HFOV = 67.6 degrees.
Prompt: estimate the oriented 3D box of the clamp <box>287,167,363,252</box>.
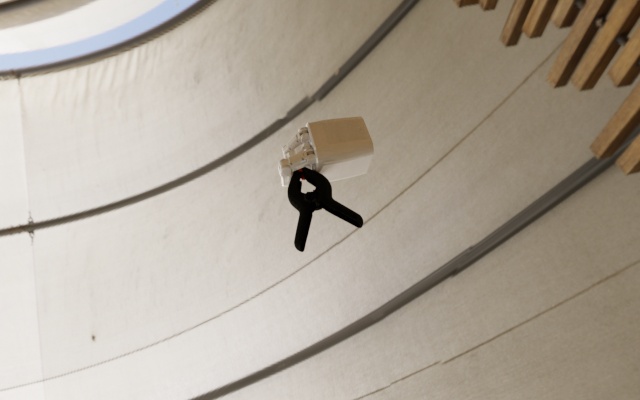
[{"bbox_3d":[0.000,0.003,0.828,0.120,0.171,0.039,-12,-34,-5],"label":"clamp"}]
